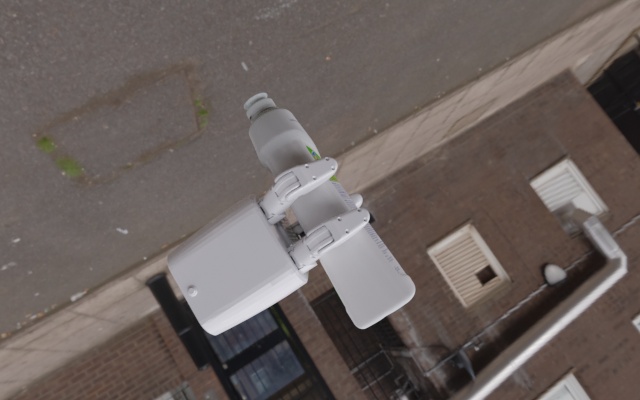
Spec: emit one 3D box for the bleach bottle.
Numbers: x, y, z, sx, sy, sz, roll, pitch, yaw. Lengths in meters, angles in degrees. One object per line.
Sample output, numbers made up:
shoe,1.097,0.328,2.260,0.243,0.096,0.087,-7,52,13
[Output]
bleach bottle,0.000,0.002,0.485,0.068,0.251,0.102,-33,-10,6
